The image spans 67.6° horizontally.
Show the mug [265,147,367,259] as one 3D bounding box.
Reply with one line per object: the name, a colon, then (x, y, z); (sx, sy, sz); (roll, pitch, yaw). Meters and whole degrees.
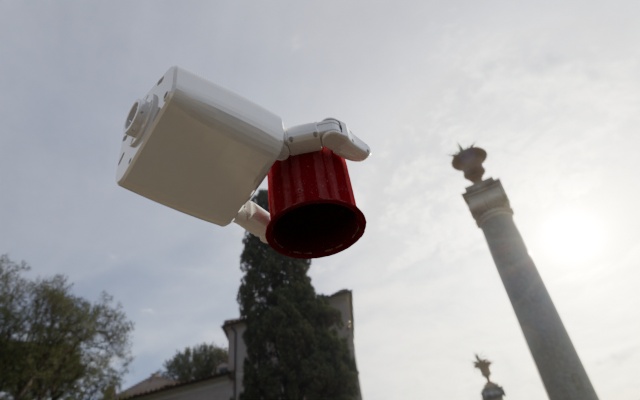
mug: (0.001, 0.002, 0.468); (0.117, 0.081, 0.093); (24, -49, -35)
